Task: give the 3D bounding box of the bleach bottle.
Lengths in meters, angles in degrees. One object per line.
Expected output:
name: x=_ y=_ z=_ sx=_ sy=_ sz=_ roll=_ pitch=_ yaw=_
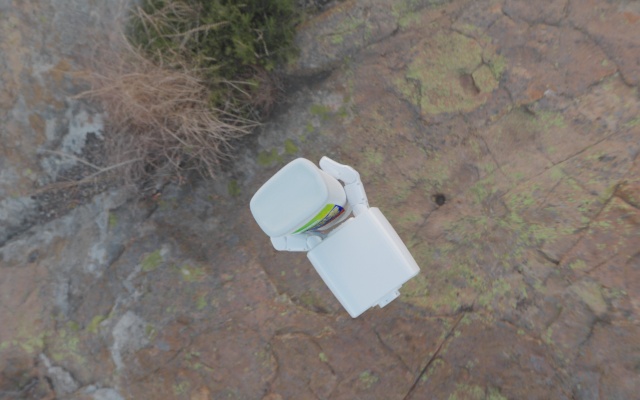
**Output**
bleach bottle: x=0.000 y=0.002 z=0.674 sx=0.102 sy=0.068 sz=0.251 roll=-38 pitch=-13 yaw=14
